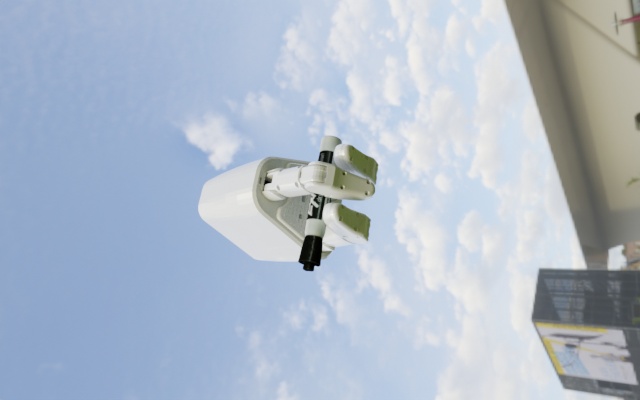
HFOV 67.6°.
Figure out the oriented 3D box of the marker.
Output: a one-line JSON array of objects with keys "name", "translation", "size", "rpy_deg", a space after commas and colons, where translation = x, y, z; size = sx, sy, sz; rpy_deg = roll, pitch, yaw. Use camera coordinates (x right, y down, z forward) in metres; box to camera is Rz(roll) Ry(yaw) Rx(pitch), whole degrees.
[{"name": "marker", "translation": [0.000, 0.001, 0.410], "size": [0.020, 0.121, 0.020], "rpy_deg": [9, -20, 3]}]
